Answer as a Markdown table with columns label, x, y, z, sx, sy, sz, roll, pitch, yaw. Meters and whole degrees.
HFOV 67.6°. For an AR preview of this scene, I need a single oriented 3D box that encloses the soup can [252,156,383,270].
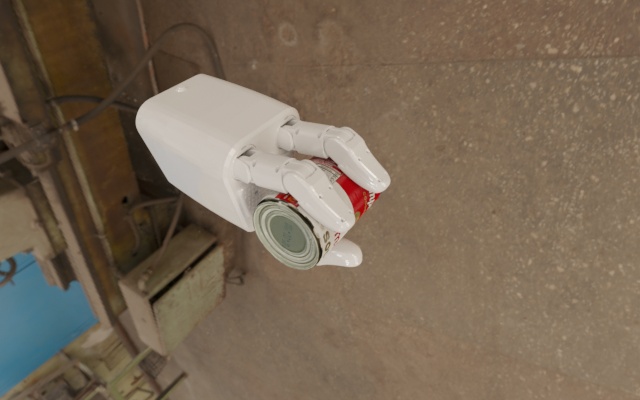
| label | x | y | z | sx | sy | sz | roll | pitch | yaw |
| --- | --- | --- | --- | --- | --- | --- | --- | --- | --- |
| soup can | 0.000 | 0.002 | 0.401 | 0.068 | 0.068 | 0.102 | 0 | 32 | 41 |
